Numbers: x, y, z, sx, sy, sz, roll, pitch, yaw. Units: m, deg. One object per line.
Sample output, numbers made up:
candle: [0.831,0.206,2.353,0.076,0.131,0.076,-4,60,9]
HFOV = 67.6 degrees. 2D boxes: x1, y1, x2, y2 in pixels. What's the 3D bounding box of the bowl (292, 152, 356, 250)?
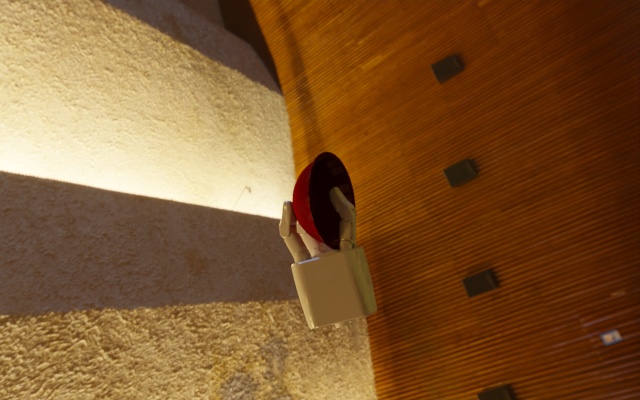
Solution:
bowl: [0.000,0.001,0.792,0.055,0.162,0.162,-7,-3,29]
